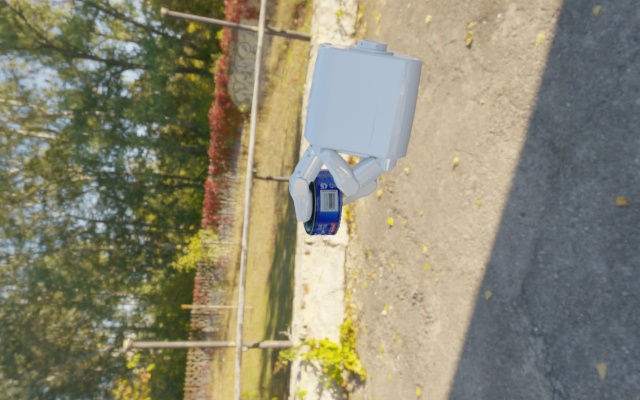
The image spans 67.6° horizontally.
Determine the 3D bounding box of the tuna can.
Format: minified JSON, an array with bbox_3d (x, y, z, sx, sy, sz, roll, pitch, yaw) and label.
[{"bbox_3d":[0.000,0.002,0.600,0.034,0.086,0.086,0,0,-14],"label":"tuna can"}]
